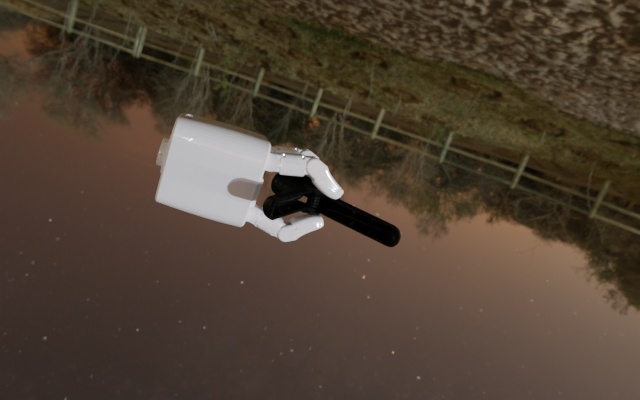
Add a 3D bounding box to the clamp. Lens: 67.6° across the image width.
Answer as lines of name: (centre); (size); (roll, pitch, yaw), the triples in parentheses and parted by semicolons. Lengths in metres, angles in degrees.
clamp: (-0.001, 0.003, 0.601); (0.164, 0.036, 0.210); (17, 11, -15)
